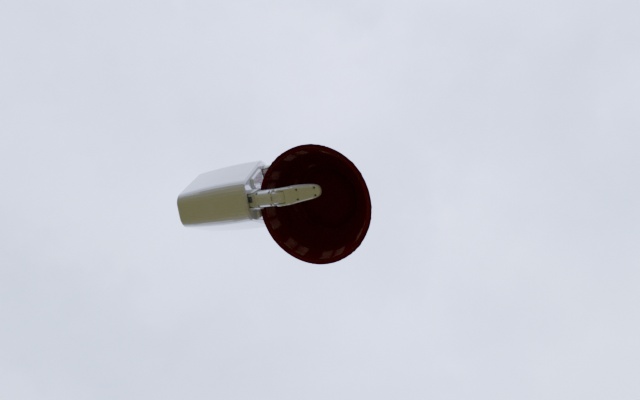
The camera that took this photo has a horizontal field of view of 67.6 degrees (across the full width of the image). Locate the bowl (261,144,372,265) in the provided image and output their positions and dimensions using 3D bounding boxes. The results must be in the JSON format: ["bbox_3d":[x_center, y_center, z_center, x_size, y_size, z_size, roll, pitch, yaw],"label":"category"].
[{"bbox_3d":[0.002,0.002,0.649,0.162,0.162,0.055,0,10,24],"label":"bowl"}]
